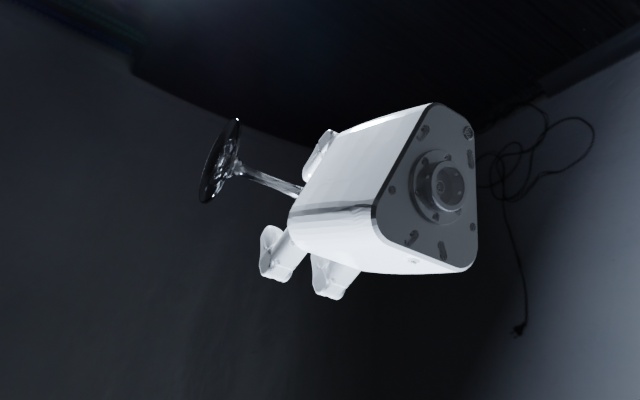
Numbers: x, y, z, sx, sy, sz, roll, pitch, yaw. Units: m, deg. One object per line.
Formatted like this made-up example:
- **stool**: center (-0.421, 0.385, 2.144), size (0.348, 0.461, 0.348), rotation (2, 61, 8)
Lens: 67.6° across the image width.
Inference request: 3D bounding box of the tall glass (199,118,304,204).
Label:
- **tall glass**: center (-0.001, 0.001, 0.429), size (0.201, 0.079, 0.079), rotation (22, -11, -27)
